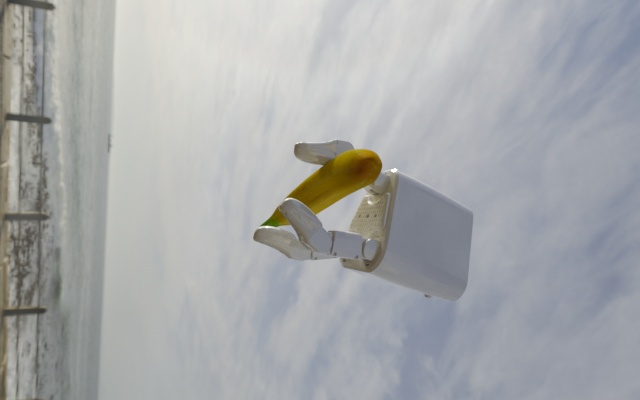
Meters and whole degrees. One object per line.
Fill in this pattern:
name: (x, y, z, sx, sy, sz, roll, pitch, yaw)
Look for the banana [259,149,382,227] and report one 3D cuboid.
banana: (0.007, -0.010, 0.462, 0.198, 0.037, 0.069, -34, 18, 51)
